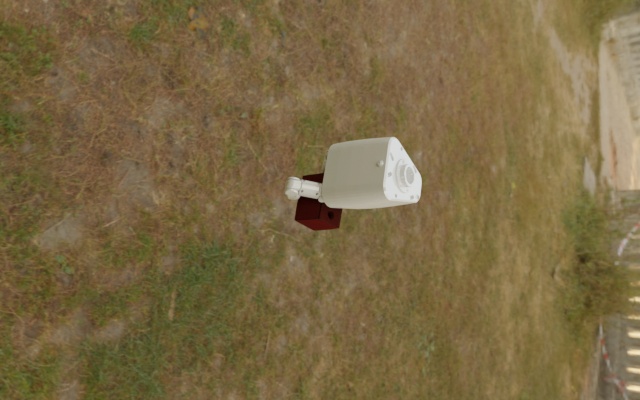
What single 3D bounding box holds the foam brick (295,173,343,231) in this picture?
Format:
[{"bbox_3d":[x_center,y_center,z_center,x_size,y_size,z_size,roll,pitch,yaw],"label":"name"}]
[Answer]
[{"bbox_3d":[0.000,0.003,0.747,0.051,0.078,0.053,-4,-22,38],"label":"foam brick"}]
